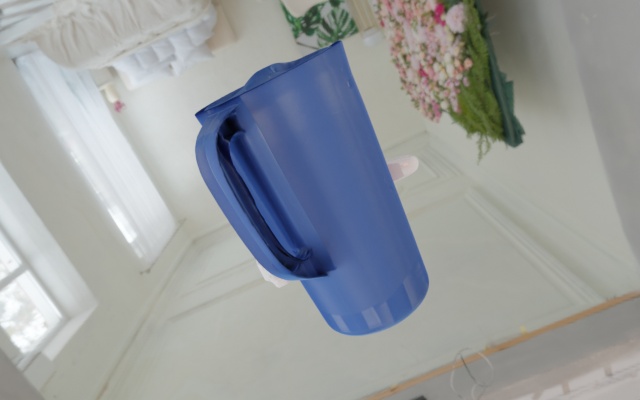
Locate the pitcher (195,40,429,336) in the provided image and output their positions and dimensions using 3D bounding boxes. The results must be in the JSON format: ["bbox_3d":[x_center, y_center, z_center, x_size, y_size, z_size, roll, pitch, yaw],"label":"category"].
[{"bbox_3d":[0.000,0.001,0.417,0.149,0.243,0.145,-29,18,-8],"label":"pitcher"}]
